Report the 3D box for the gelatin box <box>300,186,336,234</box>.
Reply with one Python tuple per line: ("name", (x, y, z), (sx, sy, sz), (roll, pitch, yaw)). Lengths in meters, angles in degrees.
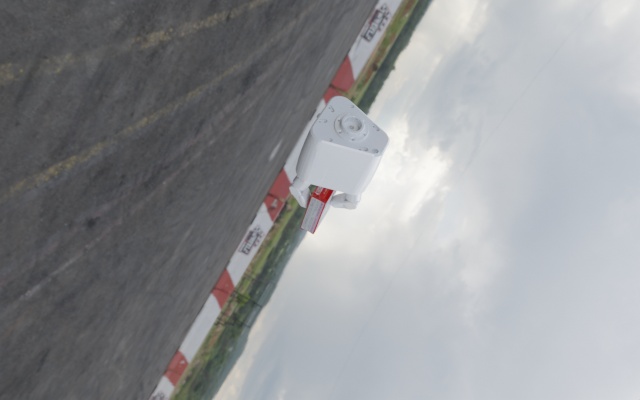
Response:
("gelatin box", (0.000, 0.003, 0.813), (0.030, 0.089, 0.073), (26, 46, 6))
